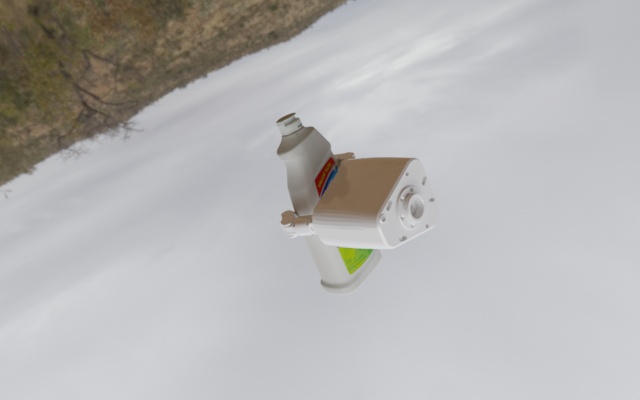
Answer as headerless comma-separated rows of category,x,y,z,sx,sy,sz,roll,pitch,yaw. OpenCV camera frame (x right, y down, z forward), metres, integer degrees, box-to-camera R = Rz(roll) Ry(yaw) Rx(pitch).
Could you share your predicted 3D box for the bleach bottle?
bleach bottle,0.000,0.002,0.660,0.068,0.251,0.102,-1,32,47
